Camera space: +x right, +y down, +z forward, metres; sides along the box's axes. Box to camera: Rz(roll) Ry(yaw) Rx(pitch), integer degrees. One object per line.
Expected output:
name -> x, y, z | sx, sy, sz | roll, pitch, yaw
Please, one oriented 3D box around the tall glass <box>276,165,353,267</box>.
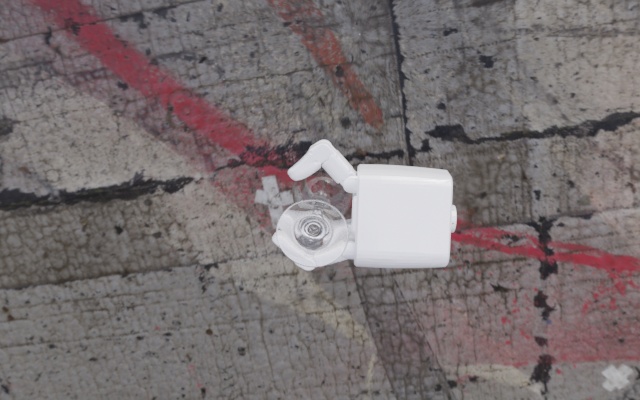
tall glass -> 0.000, 0.002, 0.575 | 0.079, 0.079, 0.201 | 0, 19, 5
